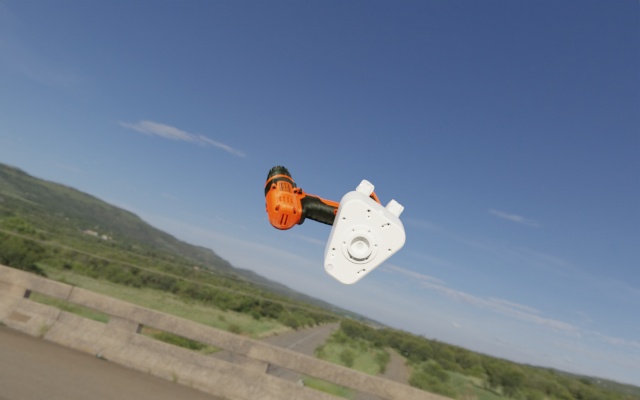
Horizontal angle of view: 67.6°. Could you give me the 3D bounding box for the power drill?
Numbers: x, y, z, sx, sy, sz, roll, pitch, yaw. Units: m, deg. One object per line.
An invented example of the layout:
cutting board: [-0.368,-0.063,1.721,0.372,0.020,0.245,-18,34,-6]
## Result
power drill: [0.001,0.003,0.786,0.187,0.057,0.184,10,25,-12]
